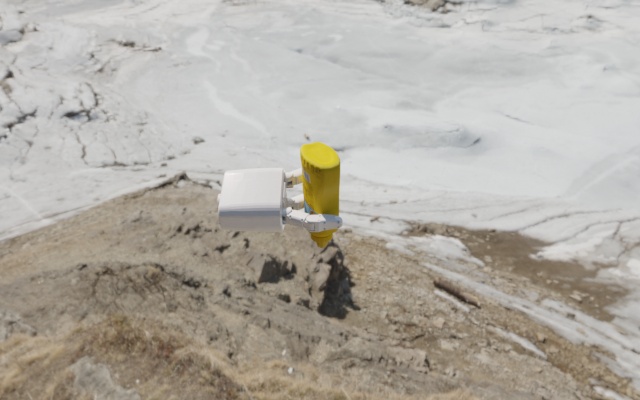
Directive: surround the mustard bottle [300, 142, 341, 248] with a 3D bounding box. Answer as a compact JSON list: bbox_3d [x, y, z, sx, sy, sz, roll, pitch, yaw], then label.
[{"bbox_3d":[0.000,0.002,0.828,0.058,0.192,0.096,-14,35,-20],"label":"mustard bottle"}]
